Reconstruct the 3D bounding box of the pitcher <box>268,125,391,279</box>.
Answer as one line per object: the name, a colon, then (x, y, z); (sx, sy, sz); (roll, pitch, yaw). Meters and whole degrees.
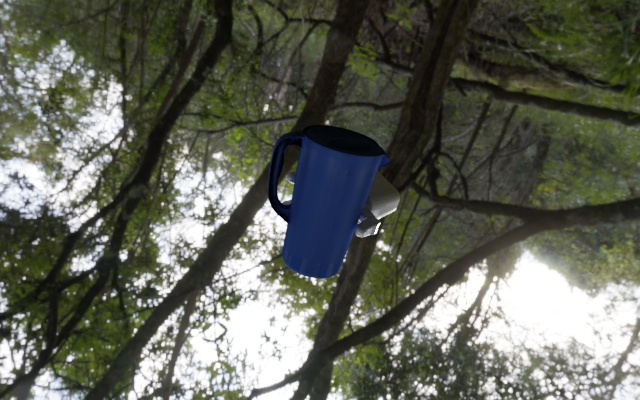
pitcher: (0.000, 0.003, 0.796); (0.149, 0.243, 0.145); (30, 28, 31)
